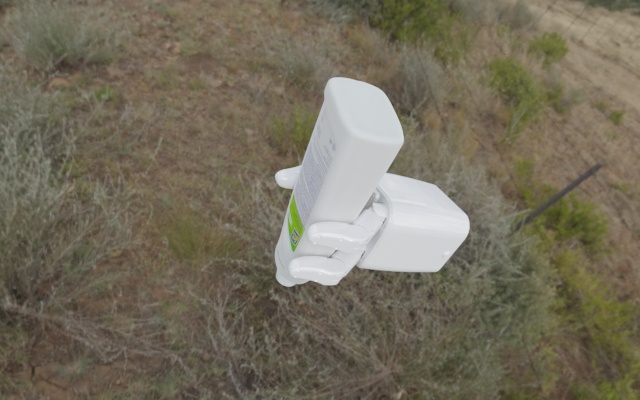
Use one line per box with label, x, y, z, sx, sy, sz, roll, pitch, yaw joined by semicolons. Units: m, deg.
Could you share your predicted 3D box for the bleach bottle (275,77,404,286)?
bleach bottle;0.000;0.002;0.517;0.068;0.102;0.251;8;-47;-21
